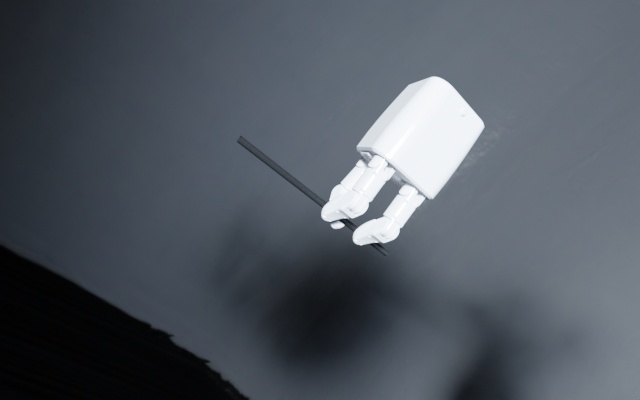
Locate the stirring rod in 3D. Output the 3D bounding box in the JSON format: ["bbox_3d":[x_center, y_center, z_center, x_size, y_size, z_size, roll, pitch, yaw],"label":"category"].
[{"bbox_3d":[0.000,0.002,0.548,0.240,0.011,0.011,38,-20,-28],"label":"stirring rod"}]
